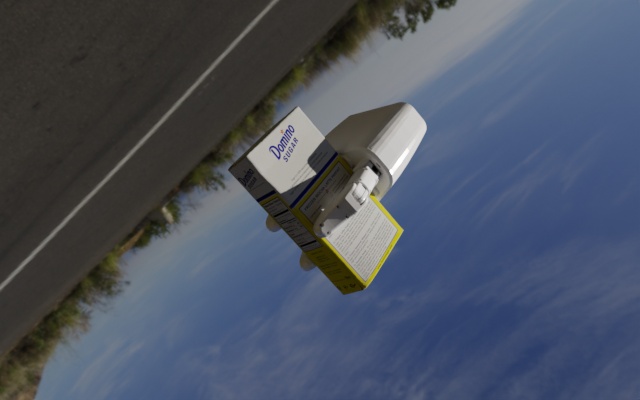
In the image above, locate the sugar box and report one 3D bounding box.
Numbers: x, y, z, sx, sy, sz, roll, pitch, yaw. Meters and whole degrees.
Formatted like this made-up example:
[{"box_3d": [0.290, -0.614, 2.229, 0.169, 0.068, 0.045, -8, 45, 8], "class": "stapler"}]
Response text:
[{"box_3d": [0.000, 0.002, 0.486, 0.048, 0.176, 0.093, -29, 17, 51], "class": "sugar box"}]
